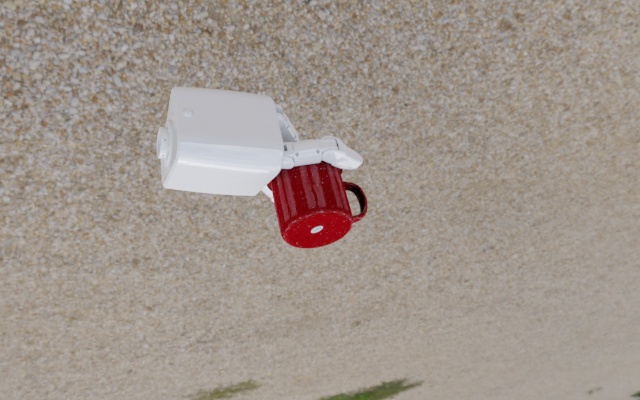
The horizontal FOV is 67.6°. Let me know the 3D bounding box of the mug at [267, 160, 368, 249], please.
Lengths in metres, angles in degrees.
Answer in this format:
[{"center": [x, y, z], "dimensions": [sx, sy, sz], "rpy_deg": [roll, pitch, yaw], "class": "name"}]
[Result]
[{"center": [0.001, 0.002, 0.546], "dimensions": [0.117, 0.081, 0.093], "rpy_deg": [3, -37, -25], "class": "mug"}]
